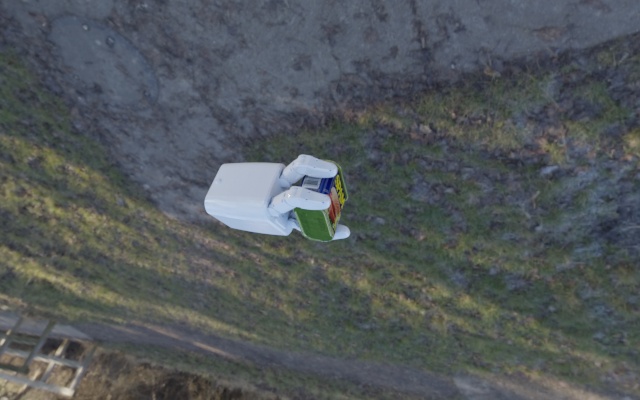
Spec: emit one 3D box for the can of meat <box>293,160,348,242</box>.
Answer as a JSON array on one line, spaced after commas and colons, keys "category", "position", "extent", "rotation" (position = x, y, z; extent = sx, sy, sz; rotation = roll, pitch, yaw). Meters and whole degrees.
[{"category": "can of meat", "position": [0.000, 0.003, 0.722], "extent": [0.057, 0.084, 0.102], "rotation": [6, -35, 18]}]
